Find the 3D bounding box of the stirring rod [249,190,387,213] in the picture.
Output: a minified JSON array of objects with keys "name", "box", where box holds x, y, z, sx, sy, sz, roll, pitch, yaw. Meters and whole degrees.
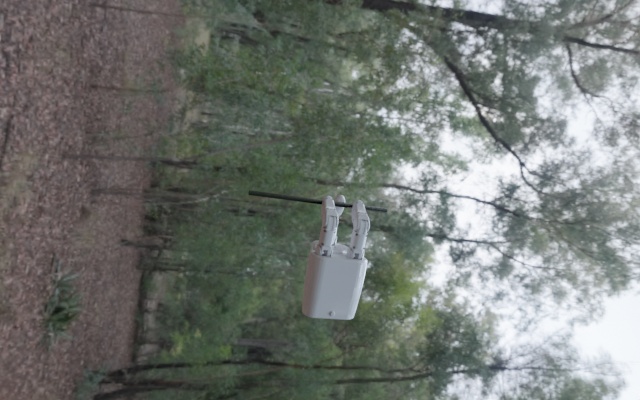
[{"name":"stirring rod","box":[0.000,0.003,0.798,0.239,0.011,0.011,8,-2,-16]}]
